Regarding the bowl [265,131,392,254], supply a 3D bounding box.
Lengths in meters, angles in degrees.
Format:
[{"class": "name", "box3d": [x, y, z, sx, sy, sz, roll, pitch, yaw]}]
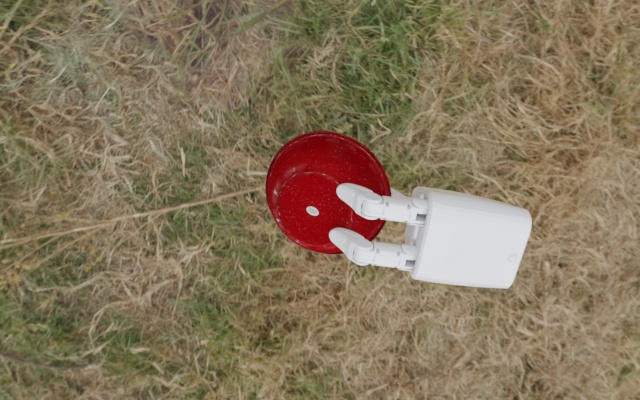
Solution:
[{"class": "bowl", "box3d": [-0.001, 0.002, 0.569, 0.162, 0.162, 0.055, 0, 20, 18]}]
